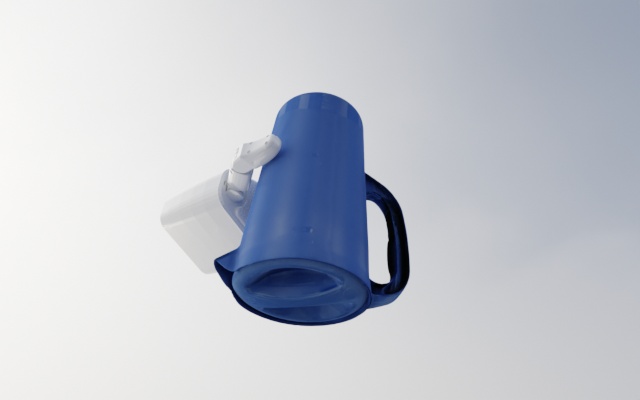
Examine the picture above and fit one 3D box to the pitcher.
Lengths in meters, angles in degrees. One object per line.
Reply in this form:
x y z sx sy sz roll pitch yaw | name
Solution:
0.000 0.002 0.512 0.145 0.242 0.149 -20 -45 29 | pitcher
